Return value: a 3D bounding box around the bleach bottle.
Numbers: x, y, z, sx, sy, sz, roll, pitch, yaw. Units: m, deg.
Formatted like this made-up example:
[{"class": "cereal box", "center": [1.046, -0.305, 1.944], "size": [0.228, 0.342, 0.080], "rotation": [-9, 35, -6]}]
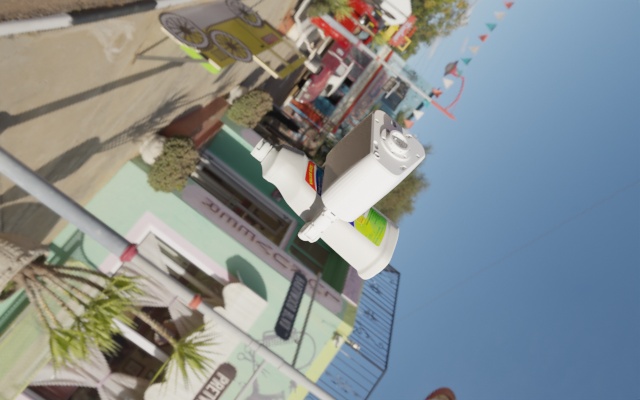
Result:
[{"class": "bleach bottle", "center": [0.000, 0.002, 0.711], "size": [0.068, 0.251, 0.102], "rotation": [-44, 11, 40]}]
